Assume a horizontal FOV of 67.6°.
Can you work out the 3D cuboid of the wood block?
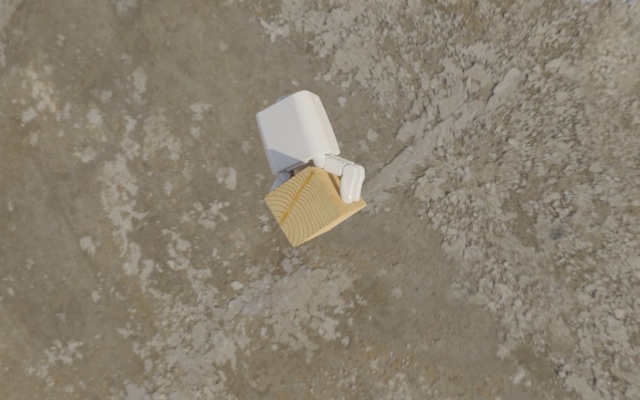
[{"bbox_3d":[0.000,0.002,0.796,0.091,0.090,0.206,-33,-6,16],"label":"wood block"}]
